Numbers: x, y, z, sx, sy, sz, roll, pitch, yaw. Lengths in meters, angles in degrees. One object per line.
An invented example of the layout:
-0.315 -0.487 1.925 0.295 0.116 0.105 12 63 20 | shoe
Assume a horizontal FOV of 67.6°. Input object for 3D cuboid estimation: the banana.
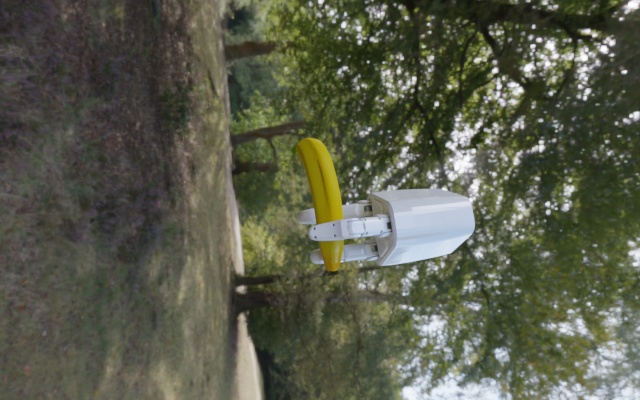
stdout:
0.002 -0.011 0.607 0.037 0.197 0.070 -7 -31 -13 | banana
